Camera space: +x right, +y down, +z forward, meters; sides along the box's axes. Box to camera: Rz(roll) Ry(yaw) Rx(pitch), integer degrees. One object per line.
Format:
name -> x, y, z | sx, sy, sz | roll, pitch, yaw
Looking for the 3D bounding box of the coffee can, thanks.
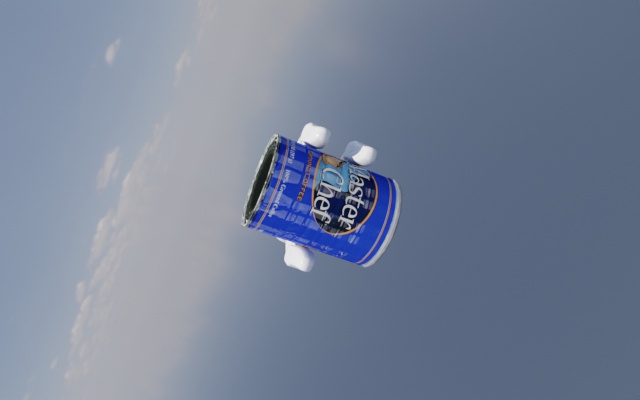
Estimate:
coffee can -> 0.000, 0.002, 0.507 | 0.140, 0.103, 0.103 | 20, -6, -15
